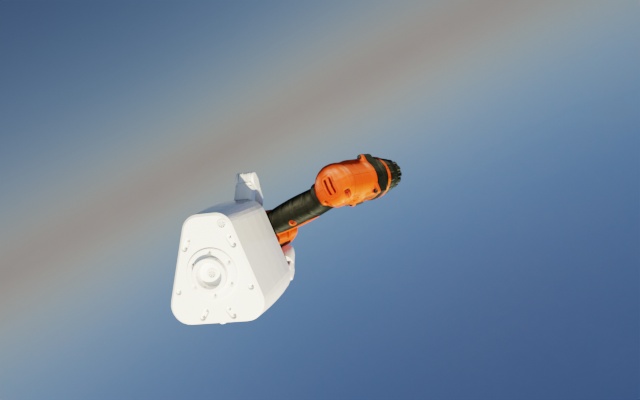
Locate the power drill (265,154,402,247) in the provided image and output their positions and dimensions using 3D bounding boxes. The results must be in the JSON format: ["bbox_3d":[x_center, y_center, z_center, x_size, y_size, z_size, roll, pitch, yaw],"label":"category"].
[{"bbox_3d":[0.000,0.002,0.596,0.188,0.057,0.184,-30,-9,28],"label":"power drill"}]
